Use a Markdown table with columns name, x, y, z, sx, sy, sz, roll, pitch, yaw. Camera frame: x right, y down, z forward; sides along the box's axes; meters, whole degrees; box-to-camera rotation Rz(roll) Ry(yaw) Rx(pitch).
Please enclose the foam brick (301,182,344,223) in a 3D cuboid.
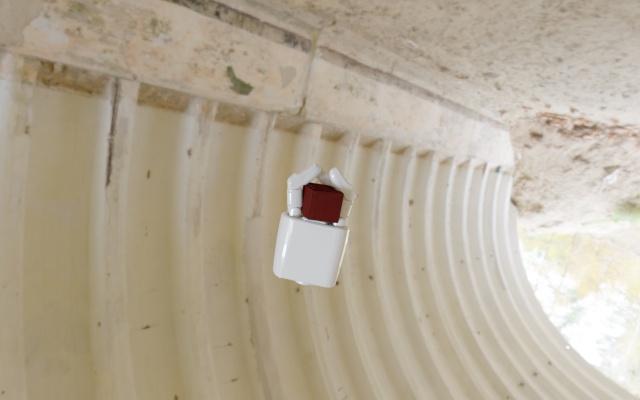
| name | x | y | z | sx | sy | sz | roll | pitch | yaw |
| --- | --- | --- | --- | --- | --- | --- | --- | --- | --- |
| foam brick | 0.000 | 0.003 | 0.787 | 0.053 | 0.051 | 0.078 | 9 | 9 | -15 |
